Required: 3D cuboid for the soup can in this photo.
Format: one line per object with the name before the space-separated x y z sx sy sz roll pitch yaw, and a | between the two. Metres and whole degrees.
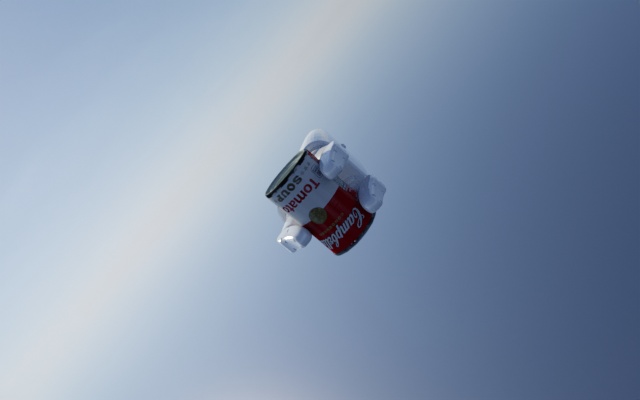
soup can | 0.000 0.002 0.512 0.102 0.068 0.068 40 -11 -13
